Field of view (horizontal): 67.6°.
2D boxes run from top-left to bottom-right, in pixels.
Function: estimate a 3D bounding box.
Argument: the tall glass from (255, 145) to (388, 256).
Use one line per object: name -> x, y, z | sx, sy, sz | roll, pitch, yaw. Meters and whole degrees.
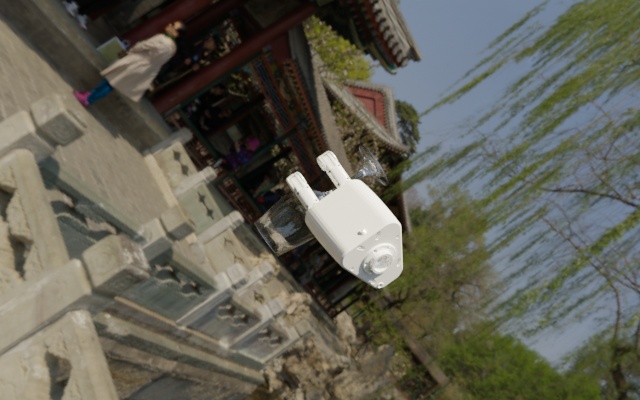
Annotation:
tall glass -> 0.001, 0.002, 0.722 | 0.201, 0.079, 0.079 | -34, 3, -5
